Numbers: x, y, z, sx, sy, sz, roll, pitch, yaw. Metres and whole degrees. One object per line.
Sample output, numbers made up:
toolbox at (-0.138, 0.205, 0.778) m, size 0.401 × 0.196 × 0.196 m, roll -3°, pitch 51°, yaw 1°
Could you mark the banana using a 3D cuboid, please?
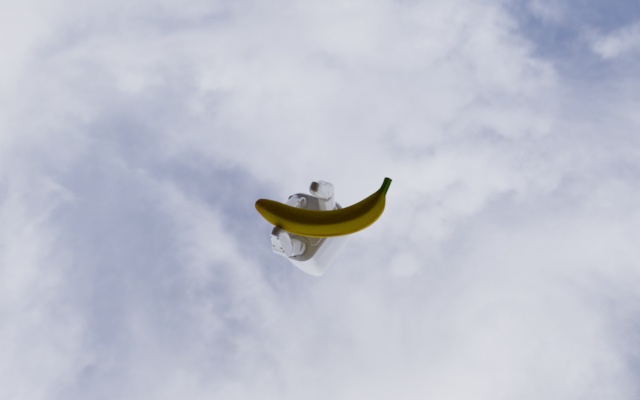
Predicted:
banana at (0.004, 0.019, 0.656) m, size 0.198 × 0.069 × 0.037 m, roll -9°, pitch -25°, yaw 11°
